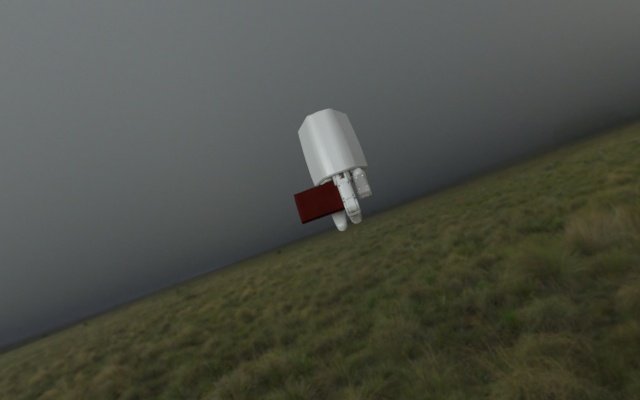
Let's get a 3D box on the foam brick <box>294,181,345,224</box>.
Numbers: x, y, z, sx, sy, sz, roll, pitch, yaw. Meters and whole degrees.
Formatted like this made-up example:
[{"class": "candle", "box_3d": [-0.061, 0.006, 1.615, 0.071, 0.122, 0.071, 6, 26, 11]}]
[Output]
[{"class": "foam brick", "box_3d": [0.000, 0.003, 0.807, 0.078, 0.051, 0.053, -20, -3, 4]}]
